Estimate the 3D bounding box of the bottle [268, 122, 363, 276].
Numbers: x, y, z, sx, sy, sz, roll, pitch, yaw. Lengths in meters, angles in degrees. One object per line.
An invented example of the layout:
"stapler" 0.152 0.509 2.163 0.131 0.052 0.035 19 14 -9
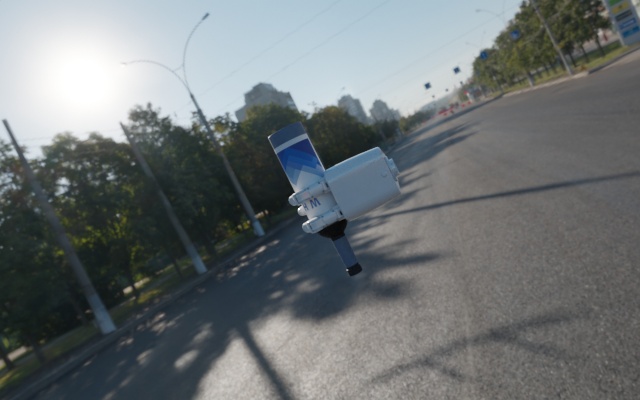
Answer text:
"bottle" 0.000 0.003 0.876 0.069 0.296 0.069 -27 3 2
